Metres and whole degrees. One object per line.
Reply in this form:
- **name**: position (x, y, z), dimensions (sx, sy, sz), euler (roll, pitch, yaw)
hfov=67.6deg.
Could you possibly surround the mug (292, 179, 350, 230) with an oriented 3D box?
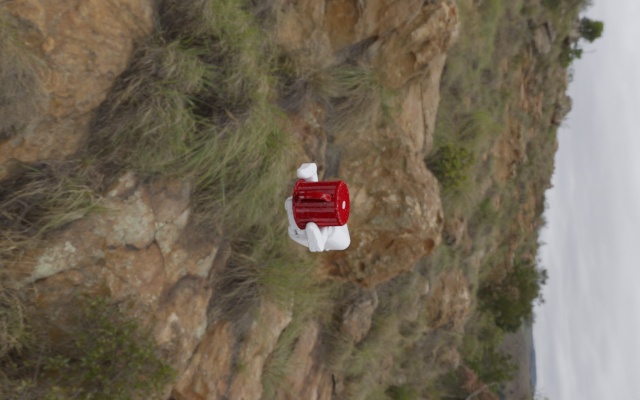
- **mug**: position (0.000, 0.002, 0.839), dimensions (0.081, 0.093, 0.117), euler (-1, -16, 20)
